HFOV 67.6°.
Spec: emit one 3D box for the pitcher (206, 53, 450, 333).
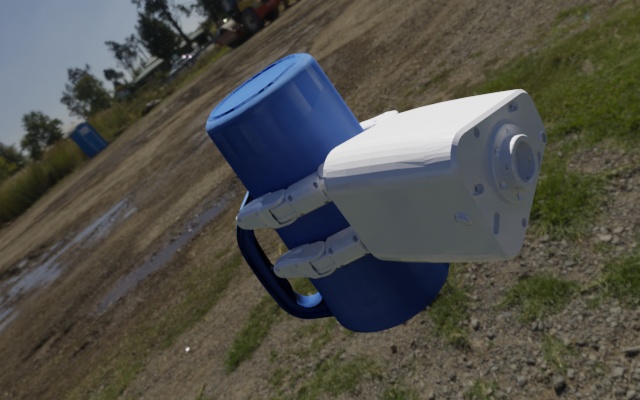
[{"bbox_3d":[0.000,0.001,0.441,0.145,0.243,0.149,-3,39,51],"label":"pitcher"}]
